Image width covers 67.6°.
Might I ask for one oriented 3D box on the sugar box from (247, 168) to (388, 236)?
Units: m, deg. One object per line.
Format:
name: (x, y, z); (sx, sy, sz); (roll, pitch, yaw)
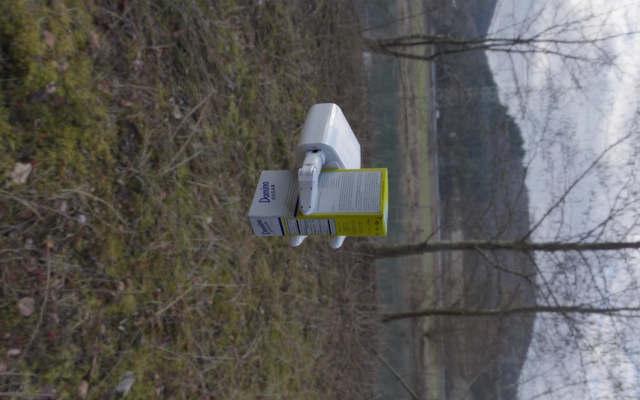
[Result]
sugar box: (0.000, 0.002, 0.637); (0.176, 0.048, 0.093); (-2, 44, 12)
